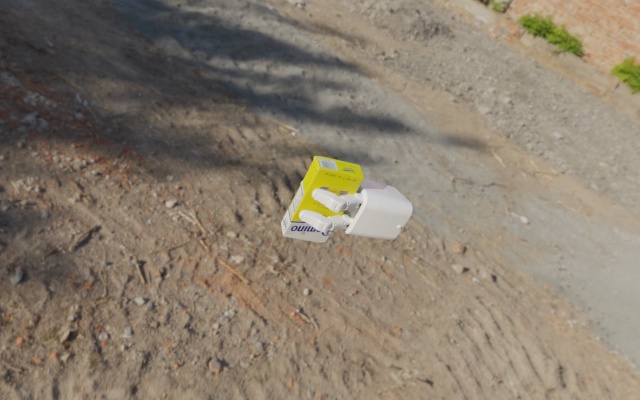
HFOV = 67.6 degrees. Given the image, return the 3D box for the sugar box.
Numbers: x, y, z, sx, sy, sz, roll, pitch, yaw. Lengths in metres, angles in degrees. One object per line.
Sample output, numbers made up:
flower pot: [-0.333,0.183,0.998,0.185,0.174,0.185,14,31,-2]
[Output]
sugar box: [0.000,0.003,0.891,0.093,0.176,0.048,11,37,-22]
